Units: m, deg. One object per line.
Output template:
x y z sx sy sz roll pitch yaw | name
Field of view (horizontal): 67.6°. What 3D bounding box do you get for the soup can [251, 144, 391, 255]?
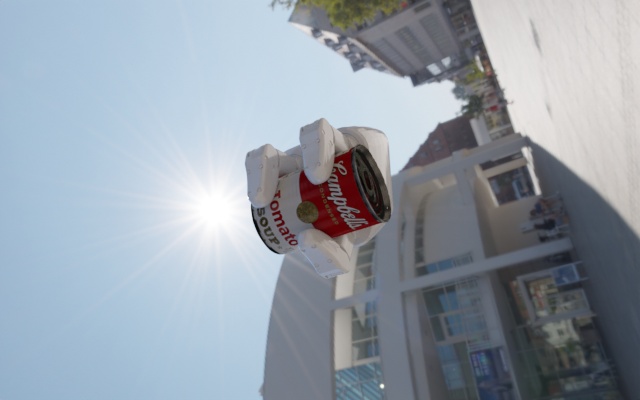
0.000 0.002 0.410 0.102 0.068 0.068 -20 -8 23 | soup can
